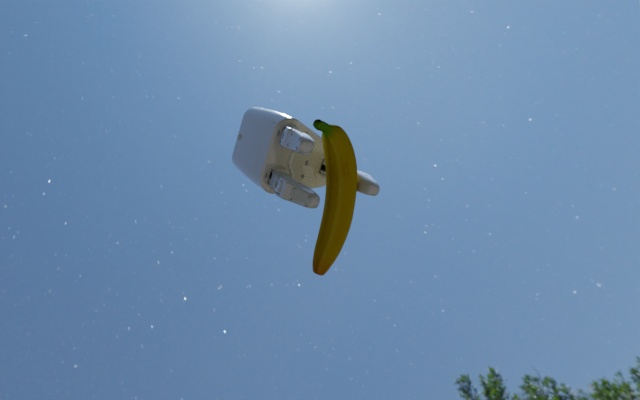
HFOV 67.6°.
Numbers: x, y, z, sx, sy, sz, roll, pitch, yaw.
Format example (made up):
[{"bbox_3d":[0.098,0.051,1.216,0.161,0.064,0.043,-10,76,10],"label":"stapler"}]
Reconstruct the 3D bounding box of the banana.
[{"bbox_3d":[0.014,-0.007,0.564,0.069,0.198,0.037,-21,31,-36],"label":"banana"}]
